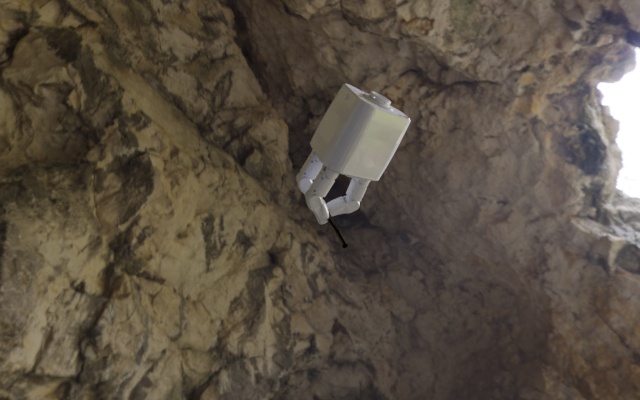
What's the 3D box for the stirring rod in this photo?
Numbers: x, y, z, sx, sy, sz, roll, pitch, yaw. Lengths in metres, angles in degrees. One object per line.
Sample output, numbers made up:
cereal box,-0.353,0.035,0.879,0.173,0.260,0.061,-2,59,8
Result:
stirring rod,0.000,0.002,0.763,0.011,0.011,0.239,0,30,-19
